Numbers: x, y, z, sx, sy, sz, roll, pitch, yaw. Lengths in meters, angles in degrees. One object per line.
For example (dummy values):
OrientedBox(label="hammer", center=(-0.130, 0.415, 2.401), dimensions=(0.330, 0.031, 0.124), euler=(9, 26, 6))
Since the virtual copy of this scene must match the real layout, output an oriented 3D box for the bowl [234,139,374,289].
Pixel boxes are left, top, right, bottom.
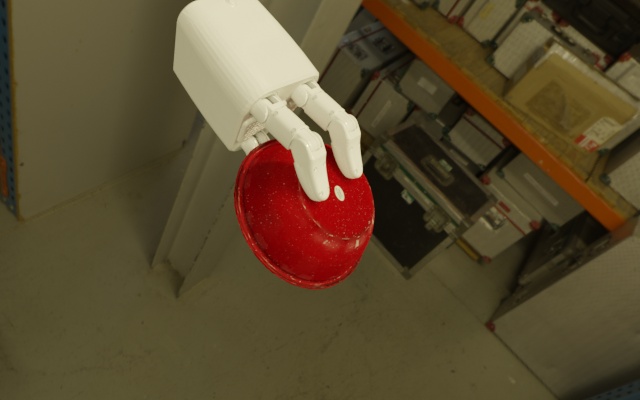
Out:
OrientedBox(label="bowl", center=(0.001, 0.002, 0.466), dimensions=(0.162, 0.162, 0.055), euler=(0, -20, -40))
